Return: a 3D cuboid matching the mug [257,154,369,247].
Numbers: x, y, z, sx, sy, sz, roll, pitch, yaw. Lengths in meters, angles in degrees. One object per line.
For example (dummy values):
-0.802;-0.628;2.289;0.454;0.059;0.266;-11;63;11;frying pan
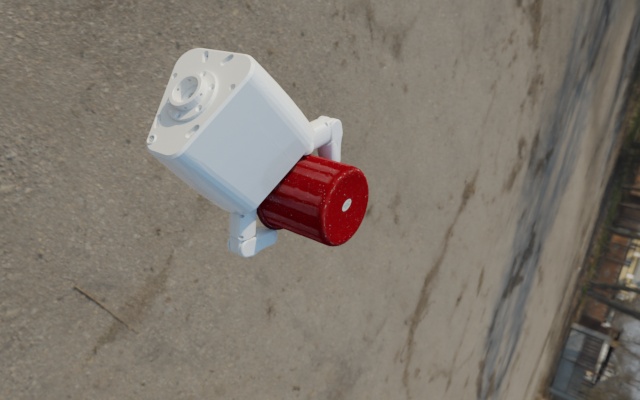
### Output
0.001;0.002;0.493;0.081;0.093;0.117;18;-13;34;mug
